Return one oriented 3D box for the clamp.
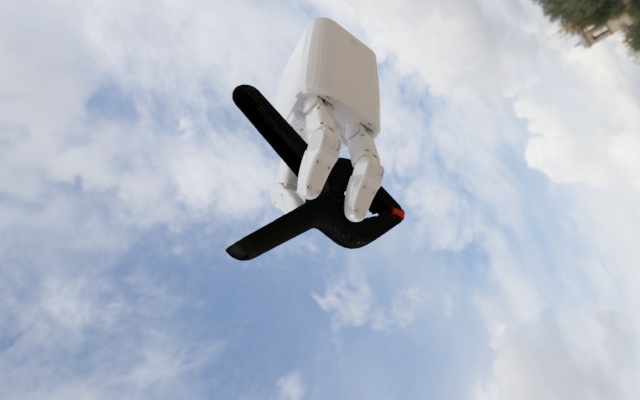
[{"bbox_3d":[0.000,0.002,0.445,0.210,0.164,0.036,26,-37,-33],"label":"clamp"}]
